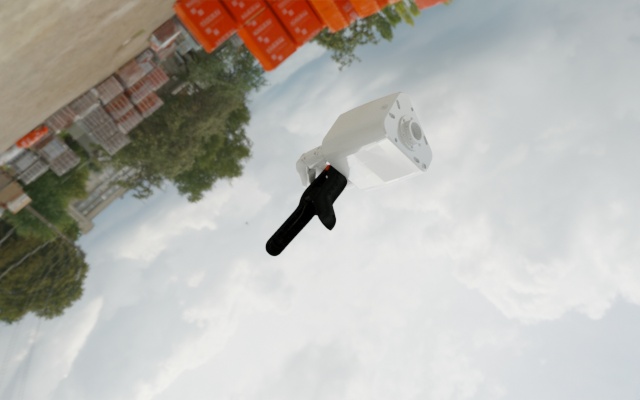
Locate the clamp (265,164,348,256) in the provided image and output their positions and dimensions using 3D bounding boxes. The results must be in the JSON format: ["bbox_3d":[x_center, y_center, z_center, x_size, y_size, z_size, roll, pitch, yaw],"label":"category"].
[{"bbox_3d":[0.000,0.003,0.654,0.120,0.039,0.171,-16,32,42],"label":"clamp"}]
